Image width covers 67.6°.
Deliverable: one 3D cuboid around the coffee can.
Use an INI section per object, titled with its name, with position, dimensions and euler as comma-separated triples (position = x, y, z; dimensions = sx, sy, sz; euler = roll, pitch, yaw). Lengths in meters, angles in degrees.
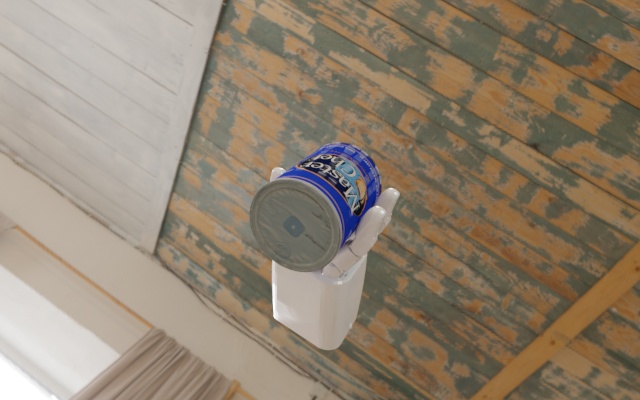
[coffee can]
position = 0.000, 0.002, 0.537
dimensions = 0.103, 0.103, 0.140
euler = 0, 22, 26
